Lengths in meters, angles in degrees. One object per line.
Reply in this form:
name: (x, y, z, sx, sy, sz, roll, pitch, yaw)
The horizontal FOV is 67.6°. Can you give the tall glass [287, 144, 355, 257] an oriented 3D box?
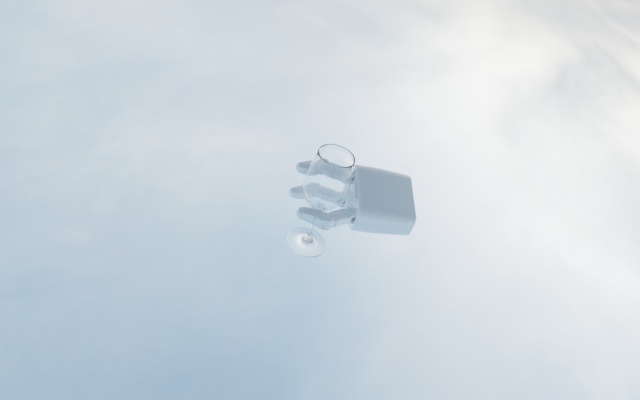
tall glass: (0.000, 0.003, 0.810, 0.079, 0.201, 0.079, 11, 39, -9)
